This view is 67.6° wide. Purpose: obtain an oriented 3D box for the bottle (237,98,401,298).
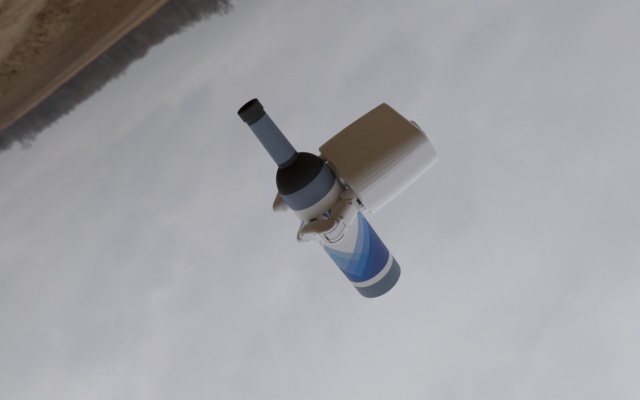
[{"bbox_3d":[0.000,0.002,0.582,0.069,0.296,0.069,-29,28,17],"label":"bottle"}]
